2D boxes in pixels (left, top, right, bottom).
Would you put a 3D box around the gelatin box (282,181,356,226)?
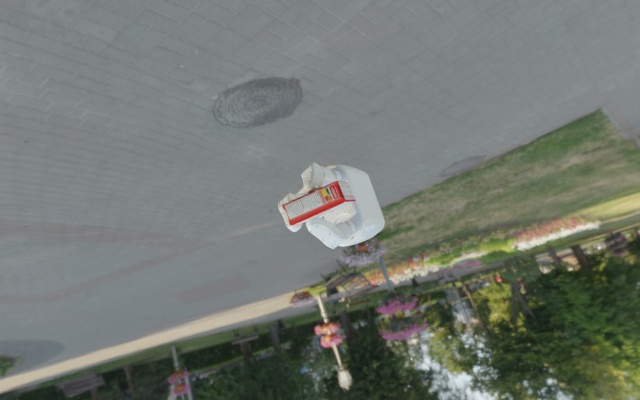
[{"bbox_3d":[0.000,0.002,0.592,0.073,0.030,0.089,-23,-3,12],"label":"gelatin box"}]
